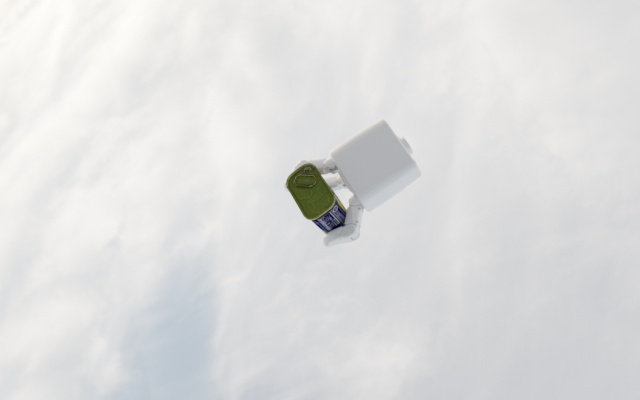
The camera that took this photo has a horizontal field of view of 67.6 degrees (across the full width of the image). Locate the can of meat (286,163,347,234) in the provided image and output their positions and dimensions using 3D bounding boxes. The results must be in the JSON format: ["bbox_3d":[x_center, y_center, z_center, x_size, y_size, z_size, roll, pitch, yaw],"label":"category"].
[{"bbox_3d":[0.000,0.003,0.767,0.057,0.102,0.084,-37,-37,5],"label":"can of meat"}]
